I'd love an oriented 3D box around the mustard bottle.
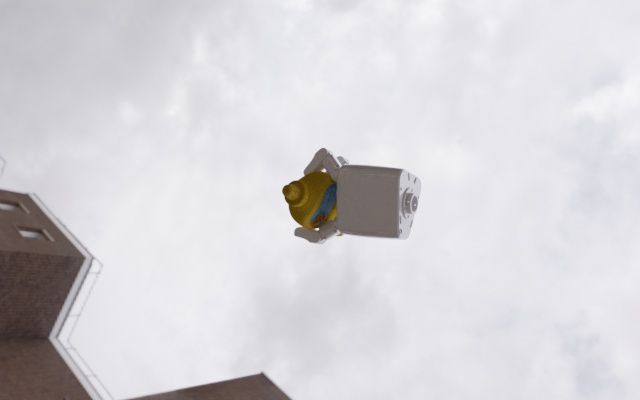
[{"bbox_3d":[0.000,0.003,0.792,0.058,0.096,0.192,34,8,33],"label":"mustard bottle"}]
